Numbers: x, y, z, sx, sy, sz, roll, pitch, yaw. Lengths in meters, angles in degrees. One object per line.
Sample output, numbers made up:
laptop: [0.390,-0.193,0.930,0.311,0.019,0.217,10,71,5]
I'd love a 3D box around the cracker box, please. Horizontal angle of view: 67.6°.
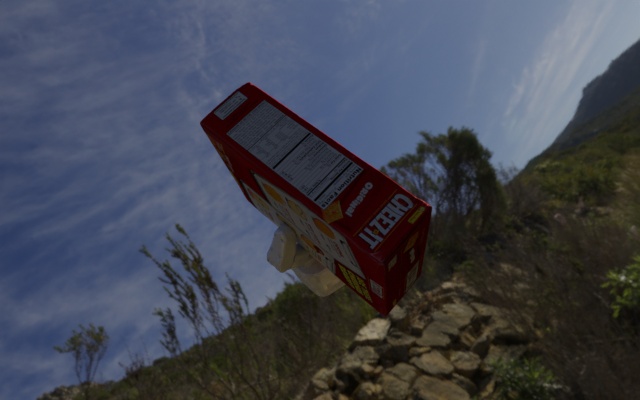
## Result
cracker box: [0.000,0.002,0.465,0.213,0.072,0.164,37,-16,23]
